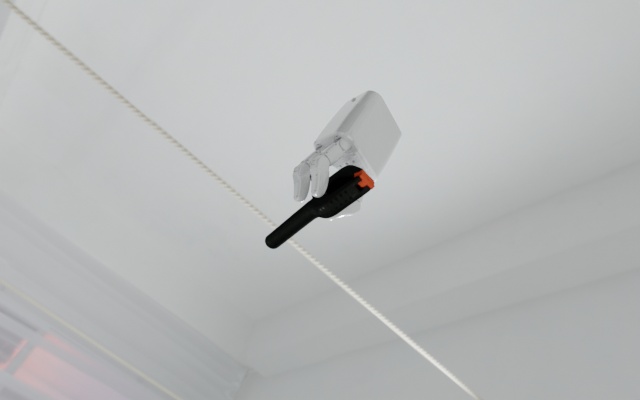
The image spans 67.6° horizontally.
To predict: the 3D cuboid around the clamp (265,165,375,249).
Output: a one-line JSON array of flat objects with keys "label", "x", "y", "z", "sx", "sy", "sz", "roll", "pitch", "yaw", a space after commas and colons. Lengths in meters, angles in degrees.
[{"label": "clamp", "x": 0.001, "y": 0.003, "z": 0.726, "sx": 0.036, "sy": 0.164, "sz": 0.210, "roll": 43, "pitch": -27, "yaw": -18}]
